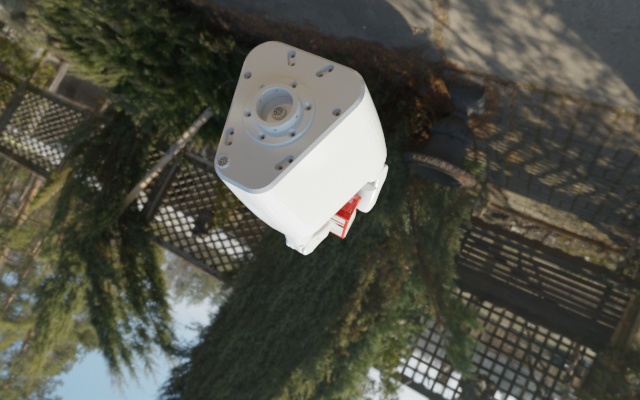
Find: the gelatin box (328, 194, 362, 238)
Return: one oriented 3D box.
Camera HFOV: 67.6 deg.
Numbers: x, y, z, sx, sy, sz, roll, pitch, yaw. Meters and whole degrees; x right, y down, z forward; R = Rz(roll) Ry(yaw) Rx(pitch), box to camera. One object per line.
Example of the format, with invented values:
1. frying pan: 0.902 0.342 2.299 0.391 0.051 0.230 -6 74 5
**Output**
1. gelatin box: 0.000 0.002 0.483 0.073 0.030 0.089 28 -14 7
